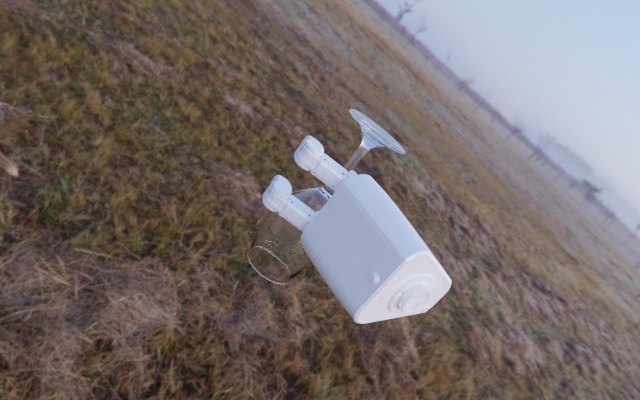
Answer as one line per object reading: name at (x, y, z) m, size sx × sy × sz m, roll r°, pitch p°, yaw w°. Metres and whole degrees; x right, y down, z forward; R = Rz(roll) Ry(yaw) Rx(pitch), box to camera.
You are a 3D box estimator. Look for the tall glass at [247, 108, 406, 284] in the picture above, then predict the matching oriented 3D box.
tall glass at (0.000, 0.001, 0.525) m, size 0.079 × 0.201 × 0.079 m, roll 35°, pitch 18°, yaw -13°
